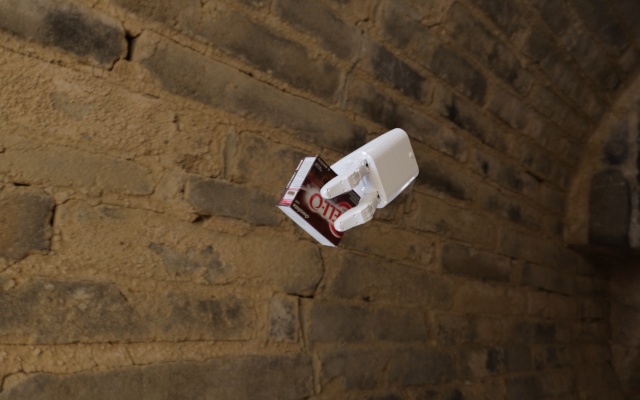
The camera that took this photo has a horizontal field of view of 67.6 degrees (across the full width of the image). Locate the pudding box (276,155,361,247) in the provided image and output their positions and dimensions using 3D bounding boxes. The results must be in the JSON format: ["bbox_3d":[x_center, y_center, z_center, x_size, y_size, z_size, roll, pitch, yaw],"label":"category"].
[{"bbox_3d":[0.000,0.002,0.701,0.039,0.090,0.113,-1,-34,50],"label":"pudding box"}]
